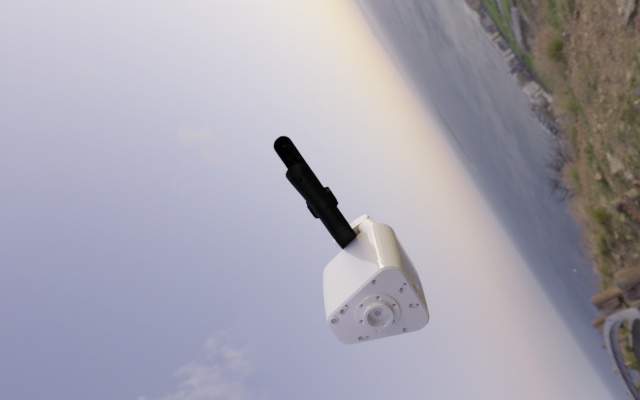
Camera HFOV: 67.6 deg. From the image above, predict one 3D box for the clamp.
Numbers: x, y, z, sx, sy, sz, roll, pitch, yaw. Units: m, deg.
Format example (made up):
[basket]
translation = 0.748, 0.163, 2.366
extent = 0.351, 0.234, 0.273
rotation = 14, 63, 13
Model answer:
[clamp]
translation = 0.000, 0.002, 0.579
extent = 0.039, 0.171, 0.120
rotation = -35, 18, 9
